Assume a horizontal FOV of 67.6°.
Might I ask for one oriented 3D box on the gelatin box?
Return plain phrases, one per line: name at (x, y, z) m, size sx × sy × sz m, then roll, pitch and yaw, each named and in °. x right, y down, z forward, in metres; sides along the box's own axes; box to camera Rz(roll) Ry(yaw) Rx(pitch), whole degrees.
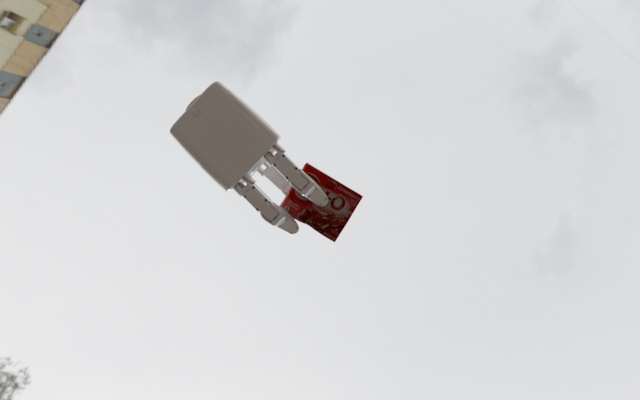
gelatin box at (0.000, 0.002, 0.639) m, size 0.089 × 0.073 × 0.030 m, roll 31°, pitch 4°, yaw -6°
